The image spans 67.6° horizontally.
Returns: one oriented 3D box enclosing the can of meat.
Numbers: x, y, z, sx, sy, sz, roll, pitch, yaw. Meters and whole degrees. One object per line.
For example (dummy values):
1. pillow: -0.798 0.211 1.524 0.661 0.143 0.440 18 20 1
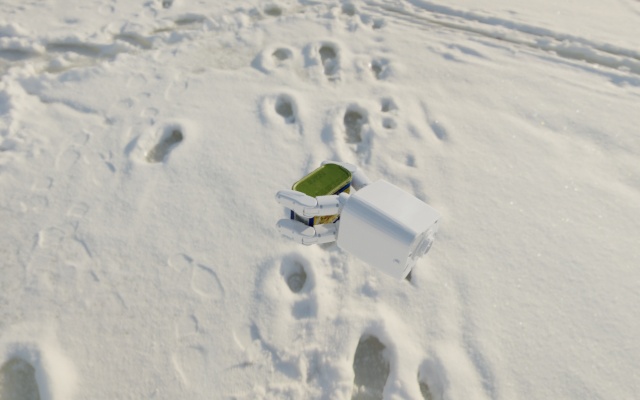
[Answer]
1. can of meat: 0.000 0.002 0.711 0.057 0.084 0.102 34 51 26
